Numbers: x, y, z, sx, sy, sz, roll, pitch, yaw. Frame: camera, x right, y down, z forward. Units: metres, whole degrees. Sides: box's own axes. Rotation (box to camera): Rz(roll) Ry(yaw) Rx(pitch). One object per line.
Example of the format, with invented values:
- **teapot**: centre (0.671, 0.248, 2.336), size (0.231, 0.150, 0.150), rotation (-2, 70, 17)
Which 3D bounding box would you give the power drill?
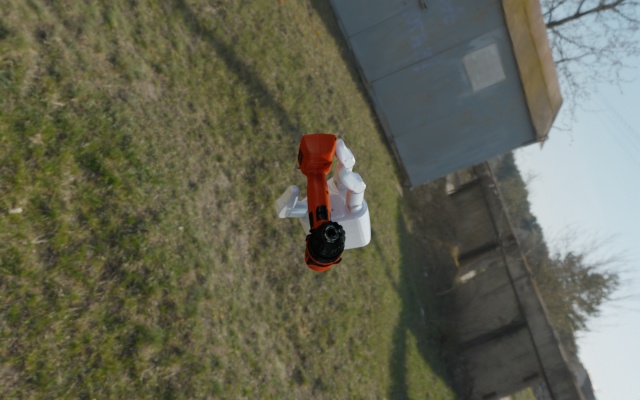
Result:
- **power drill**: centre (0.000, 0.002, 0.692), size (0.057, 0.187, 0.184), rotation (0, -17, -8)
